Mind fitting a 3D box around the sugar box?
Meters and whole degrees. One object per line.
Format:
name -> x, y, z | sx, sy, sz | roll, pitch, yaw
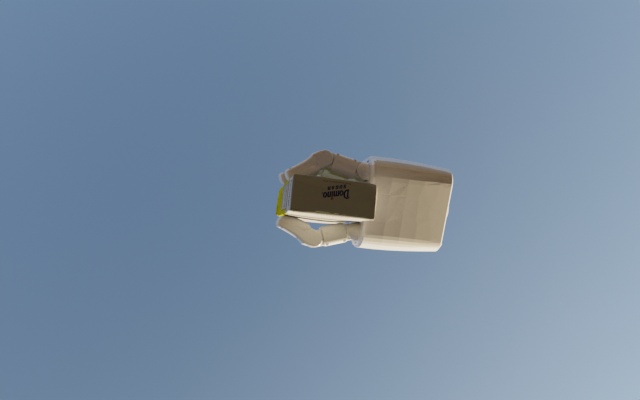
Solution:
sugar box -> 0.000, 0.001, 0.578 | 0.093, 0.048, 0.176 | 7, -7, -10
